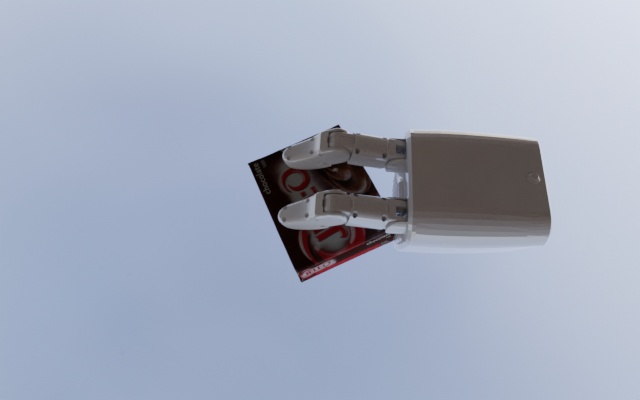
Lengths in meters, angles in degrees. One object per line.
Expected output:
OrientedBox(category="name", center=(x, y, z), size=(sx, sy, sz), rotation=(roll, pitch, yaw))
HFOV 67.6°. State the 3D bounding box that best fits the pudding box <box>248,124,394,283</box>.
OrientedBox(category="pudding box", center=(0.000, 0.001, 0.414), size=(0.090, 0.113, 0.039), rotation=(-24, -26, -7))
